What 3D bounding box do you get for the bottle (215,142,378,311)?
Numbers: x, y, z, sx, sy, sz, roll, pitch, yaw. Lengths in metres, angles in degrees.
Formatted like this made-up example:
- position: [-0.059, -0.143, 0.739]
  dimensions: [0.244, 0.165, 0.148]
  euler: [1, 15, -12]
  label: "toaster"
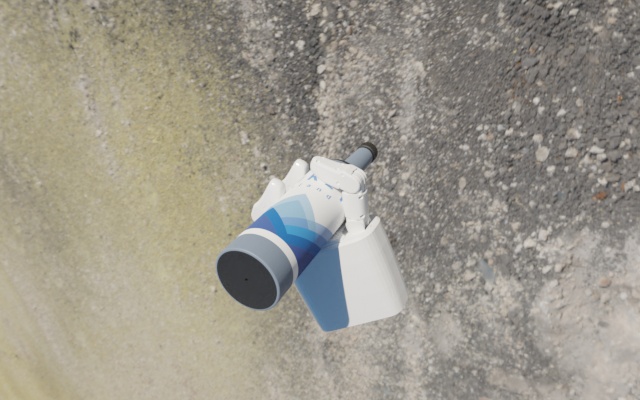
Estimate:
- position: [0.000, 0.002, 0.527]
  dimensions: [0.069, 0.069, 0.295]
  euler: [0, 27, 30]
  label: "bottle"
